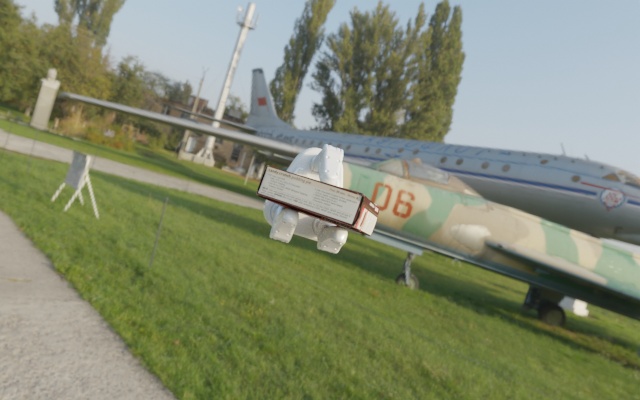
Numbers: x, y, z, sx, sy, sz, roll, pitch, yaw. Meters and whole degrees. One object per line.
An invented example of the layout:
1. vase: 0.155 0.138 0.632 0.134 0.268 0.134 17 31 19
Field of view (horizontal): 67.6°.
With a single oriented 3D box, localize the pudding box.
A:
1. pudding box: 0.000 0.002 0.513 0.113 0.039 0.090 16 -4 19
